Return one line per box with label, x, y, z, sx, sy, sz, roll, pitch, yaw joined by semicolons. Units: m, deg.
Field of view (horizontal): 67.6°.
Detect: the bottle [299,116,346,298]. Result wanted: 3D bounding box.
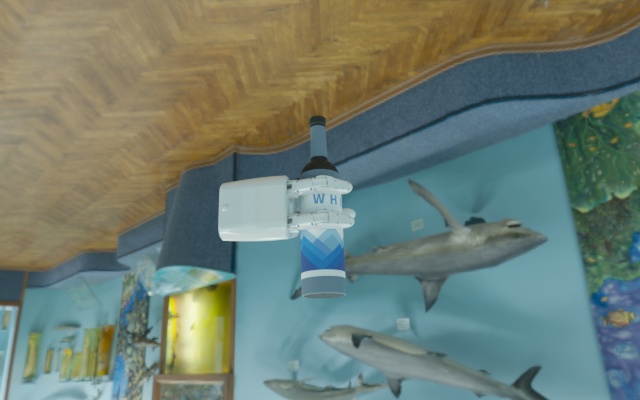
bottle;0.000;0.003;0.757;0.069;0.295;0.069;-2;-18;-1
